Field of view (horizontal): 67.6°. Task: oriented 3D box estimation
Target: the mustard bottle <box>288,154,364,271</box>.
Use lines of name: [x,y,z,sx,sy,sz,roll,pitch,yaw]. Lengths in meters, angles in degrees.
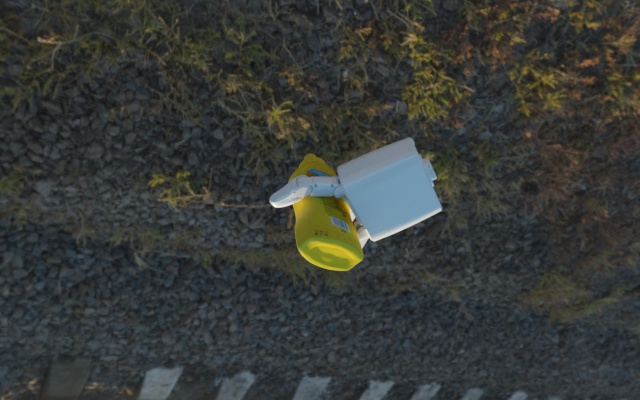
mustard bottle: [0.000,0.003,0.674,0.096,0.191,0.058,24,-53,-34]
